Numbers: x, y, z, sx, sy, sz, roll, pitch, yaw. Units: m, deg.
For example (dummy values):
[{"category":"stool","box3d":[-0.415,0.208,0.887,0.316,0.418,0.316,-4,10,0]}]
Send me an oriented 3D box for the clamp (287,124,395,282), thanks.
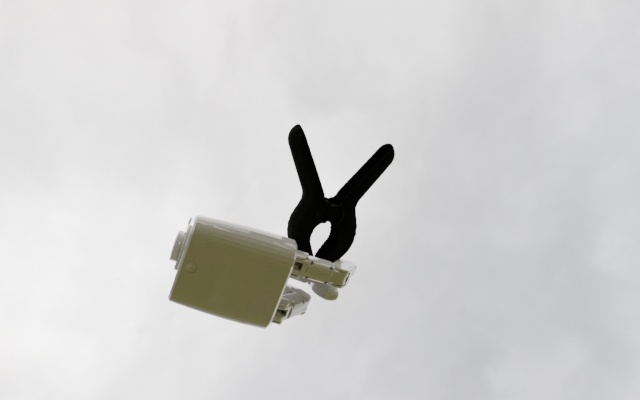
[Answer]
[{"category":"clamp","box3d":[0.000,0.002,0.517,0.120,0.171,0.039,19,8,-17]}]
